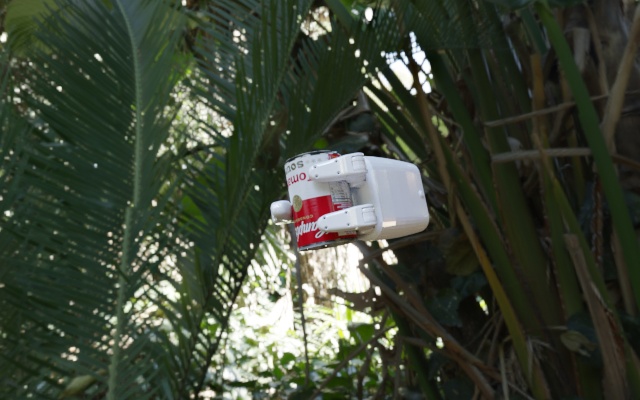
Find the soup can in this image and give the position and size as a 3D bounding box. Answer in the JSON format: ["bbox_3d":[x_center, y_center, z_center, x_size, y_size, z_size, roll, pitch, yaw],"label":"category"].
[{"bbox_3d":[0.000,0.002,0.538,0.068,0.102,0.068,-10,-9,-2],"label":"soup can"}]
